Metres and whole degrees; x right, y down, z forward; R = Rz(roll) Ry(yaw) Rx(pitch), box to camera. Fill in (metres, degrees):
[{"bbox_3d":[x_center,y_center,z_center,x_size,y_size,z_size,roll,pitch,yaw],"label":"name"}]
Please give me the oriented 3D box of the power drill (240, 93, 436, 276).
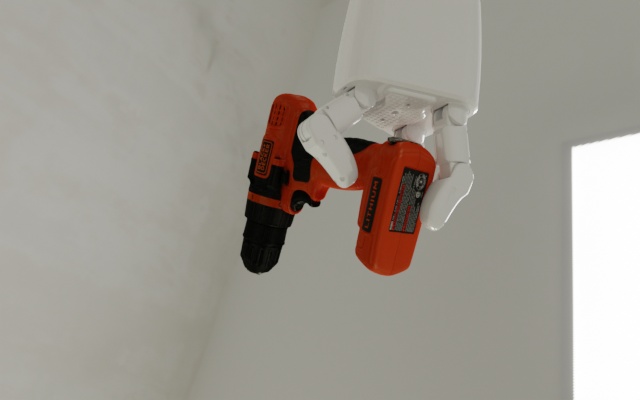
[{"bbox_3d":[0.000,0.001,0.431,0.057,0.184,0.187,5,10,-46],"label":"power drill"}]
